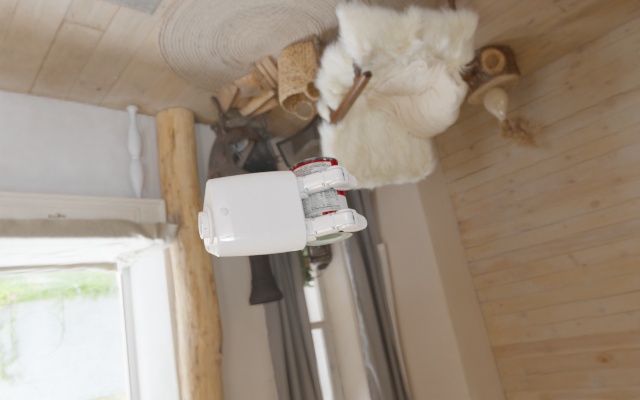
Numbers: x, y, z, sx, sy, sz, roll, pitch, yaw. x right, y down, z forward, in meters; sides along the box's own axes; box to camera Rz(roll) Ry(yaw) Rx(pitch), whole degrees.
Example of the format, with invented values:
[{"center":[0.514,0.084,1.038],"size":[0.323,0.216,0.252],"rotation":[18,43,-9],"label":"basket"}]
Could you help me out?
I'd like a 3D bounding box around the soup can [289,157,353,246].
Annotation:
[{"center":[0.001,0.002,0.627],"size":[0.068,0.102,0.068],"rotation":[-11,-15,-3],"label":"soup can"}]
